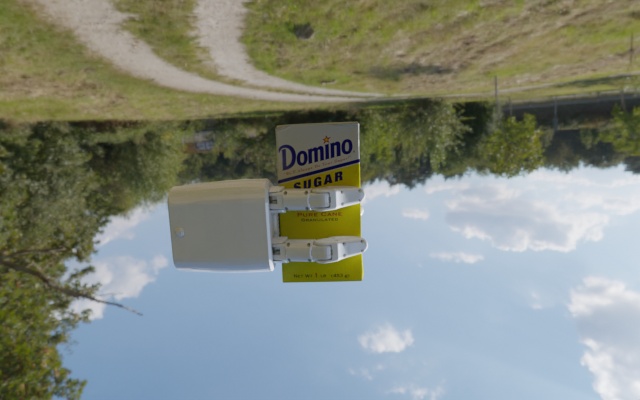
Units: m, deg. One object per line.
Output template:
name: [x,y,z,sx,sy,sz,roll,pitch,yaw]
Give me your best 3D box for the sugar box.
sugar box: [0.000,0.002,0.538,0.093,0.176,0.048,-2,9,3]
